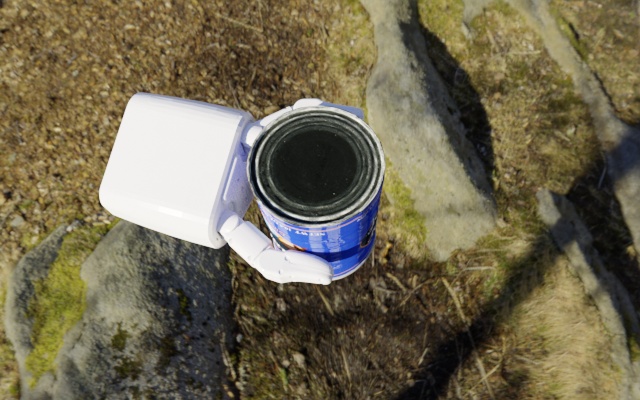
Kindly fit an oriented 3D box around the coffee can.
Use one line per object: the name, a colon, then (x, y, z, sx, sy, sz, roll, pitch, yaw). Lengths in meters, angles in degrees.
coffee can: (0.000, 0.002, 0.413, 0.103, 0.102, 0.140, 0, -25, 3)
